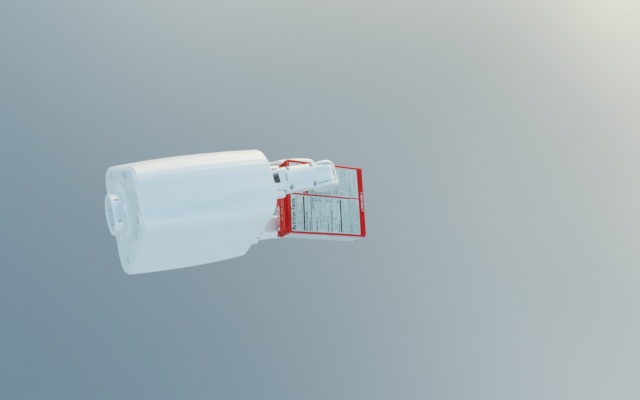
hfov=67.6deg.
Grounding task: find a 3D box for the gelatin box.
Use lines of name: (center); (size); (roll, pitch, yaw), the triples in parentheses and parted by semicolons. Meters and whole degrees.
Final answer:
gelatin box: (0.001, 0.001, 0.478); (0.089, 0.073, 0.030); (5, -17, -27)
